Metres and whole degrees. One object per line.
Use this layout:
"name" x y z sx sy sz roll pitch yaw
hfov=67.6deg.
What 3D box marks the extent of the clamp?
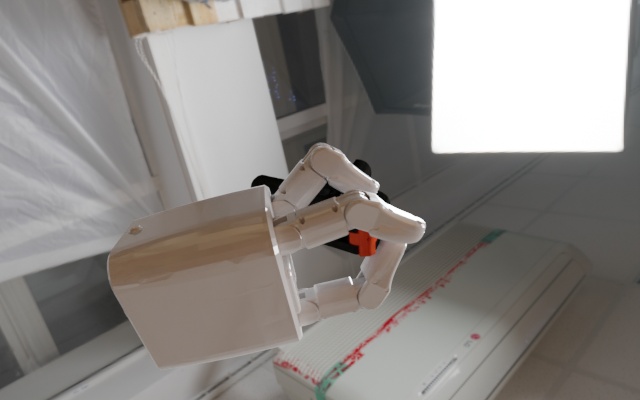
"clamp" 0.000 0.002 0.410 0.120 0.039 0.171 -13 18 -3
